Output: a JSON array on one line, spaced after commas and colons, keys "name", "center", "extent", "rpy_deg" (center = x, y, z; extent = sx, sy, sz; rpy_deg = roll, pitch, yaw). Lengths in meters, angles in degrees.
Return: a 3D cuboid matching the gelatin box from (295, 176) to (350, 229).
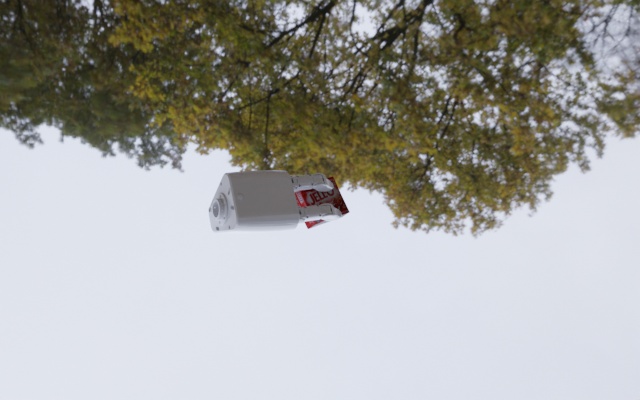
[{"name": "gelatin box", "center": [0.000, 0.003, 0.834], "extent": [0.089, 0.073, 0.030], "rpy_deg": [-17, -12, -42]}]
